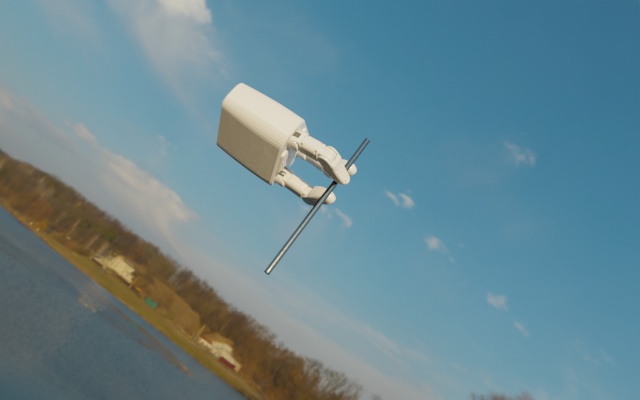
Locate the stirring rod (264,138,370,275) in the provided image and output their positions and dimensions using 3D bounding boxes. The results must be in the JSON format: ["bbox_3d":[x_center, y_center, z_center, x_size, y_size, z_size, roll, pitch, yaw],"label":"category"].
[{"bbox_3d":[0.000,0.002,0.643,0.011,0.239,0.011,31,-22,14],"label":"stirring rod"}]
